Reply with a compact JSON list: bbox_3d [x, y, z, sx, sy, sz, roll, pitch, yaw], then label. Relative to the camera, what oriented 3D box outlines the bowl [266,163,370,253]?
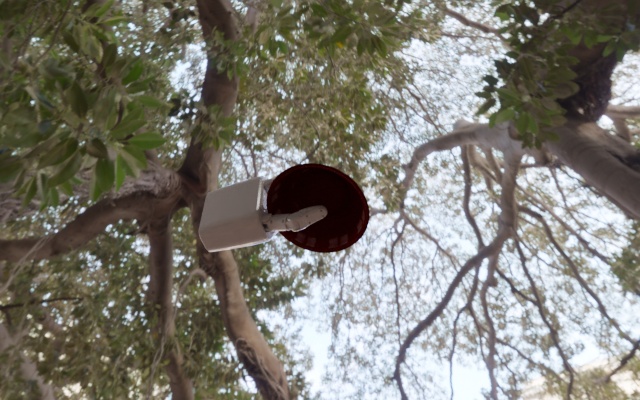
[{"bbox_3d":[0.002,0.002,0.749,0.162,0.162,0.055,0,31,15],"label":"bowl"}]
